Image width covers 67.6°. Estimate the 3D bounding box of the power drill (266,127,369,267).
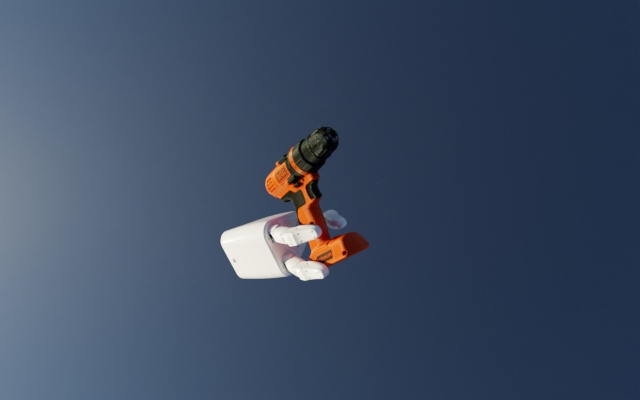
[{"bbox_3d":[0.000,0.003,0.722,0.057,0.187,0.184,-17,-12,-36],"label":"power drill"}]
